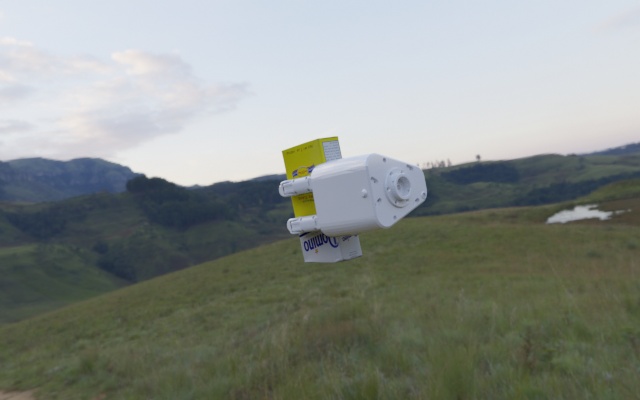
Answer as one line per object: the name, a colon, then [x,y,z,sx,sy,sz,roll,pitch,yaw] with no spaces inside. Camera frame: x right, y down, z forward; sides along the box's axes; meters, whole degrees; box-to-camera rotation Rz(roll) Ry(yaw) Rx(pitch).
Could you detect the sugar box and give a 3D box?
sugar box: [0.000,0.002,0.701,0.048,0.176,0.093,-10,0,-39]
